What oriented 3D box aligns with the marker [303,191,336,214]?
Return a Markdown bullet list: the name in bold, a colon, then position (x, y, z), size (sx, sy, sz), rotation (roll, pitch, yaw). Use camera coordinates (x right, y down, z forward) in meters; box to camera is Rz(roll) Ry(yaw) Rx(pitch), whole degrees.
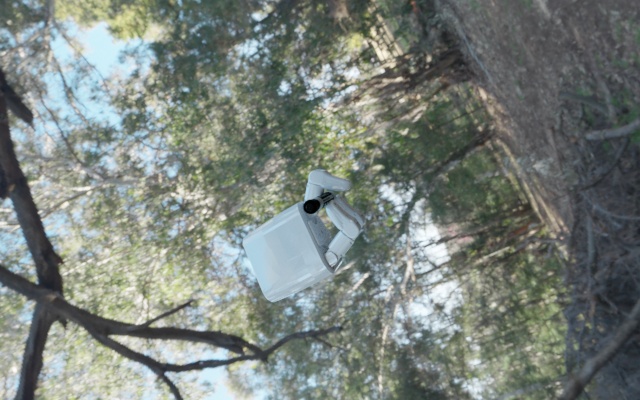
- **marker**: position (0.000, 0.002, 0.644), size (0.020, 0.020, 0.121), rotation (0, 7, 13)
